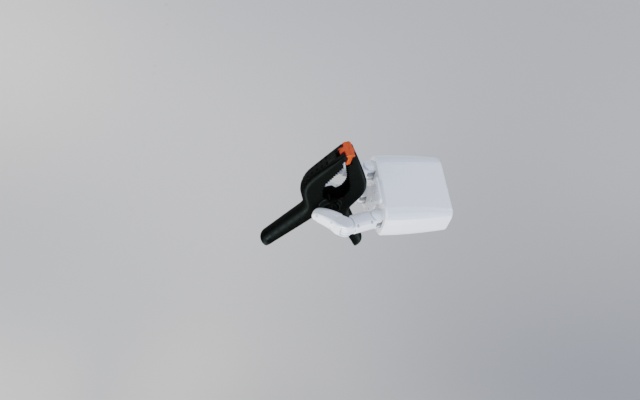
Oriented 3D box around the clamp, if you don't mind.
[{"bbox_3d":[0.001,0.002,0.687,0.164,0.036,0.210,-3,-40,-15],"label":"clamp"}]
